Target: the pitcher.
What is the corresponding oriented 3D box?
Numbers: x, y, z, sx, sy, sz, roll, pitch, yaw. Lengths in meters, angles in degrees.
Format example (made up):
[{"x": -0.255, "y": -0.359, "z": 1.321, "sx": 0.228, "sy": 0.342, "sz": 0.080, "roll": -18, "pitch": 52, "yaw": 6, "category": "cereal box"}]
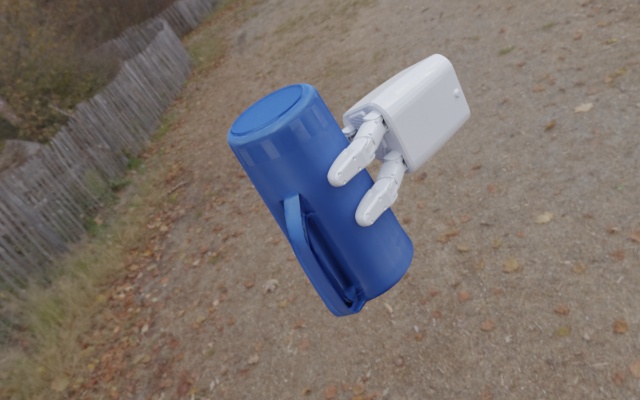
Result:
[{"x": 0.000, "y": 0.002, "z": 0.540, "sx": 0.145, "sy": 0.243, "sz": 0.149, "roll": -40, "pitch": 29, "yaw": -14, "category": "pitcher"}]
